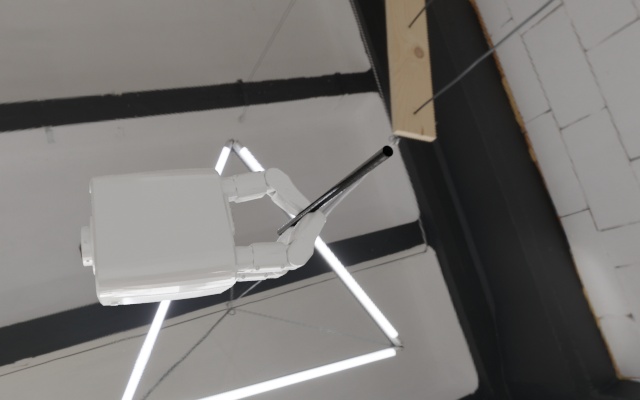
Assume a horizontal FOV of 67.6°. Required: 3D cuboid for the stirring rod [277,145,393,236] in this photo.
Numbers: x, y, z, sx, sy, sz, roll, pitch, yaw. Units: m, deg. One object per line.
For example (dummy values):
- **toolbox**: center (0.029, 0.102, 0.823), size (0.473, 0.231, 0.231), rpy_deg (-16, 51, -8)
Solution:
- **stirring rod**: center (0.000, 0.001, 0.418), size (0.011, 0.011, 0.239), rpy_deg (0, -16, -22)
